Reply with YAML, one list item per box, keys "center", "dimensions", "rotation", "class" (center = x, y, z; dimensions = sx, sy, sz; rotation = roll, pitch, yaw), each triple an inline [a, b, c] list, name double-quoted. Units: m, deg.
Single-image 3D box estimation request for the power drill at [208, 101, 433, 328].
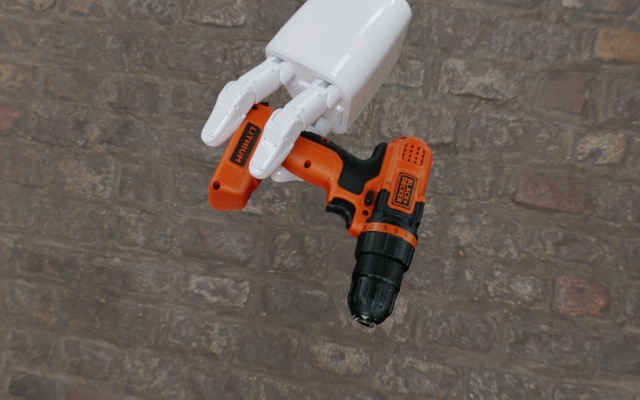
- center: [0.000, 0.001, 0.432]
  dimensions: [0.187, 0.184, 0.057]
  rotation: [20, -27, -2]
  class: "power drill"
